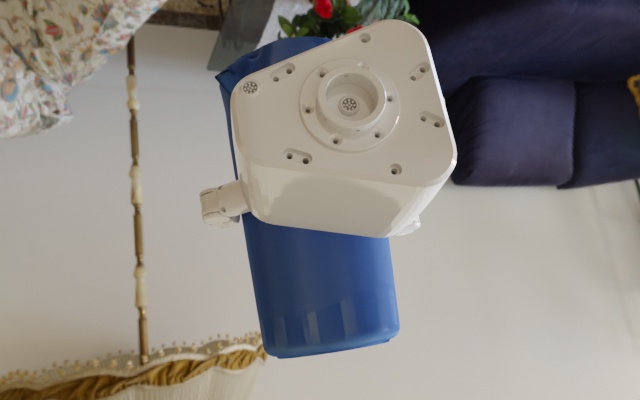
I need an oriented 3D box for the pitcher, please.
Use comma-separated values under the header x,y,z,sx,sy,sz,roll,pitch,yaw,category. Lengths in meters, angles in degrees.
x,y,z,sx,sy,sz,roll,pitch,yaw,category
0.000,0.001,0.410,0.149,0.242,0.145,-7,-15,-6,pitcher
